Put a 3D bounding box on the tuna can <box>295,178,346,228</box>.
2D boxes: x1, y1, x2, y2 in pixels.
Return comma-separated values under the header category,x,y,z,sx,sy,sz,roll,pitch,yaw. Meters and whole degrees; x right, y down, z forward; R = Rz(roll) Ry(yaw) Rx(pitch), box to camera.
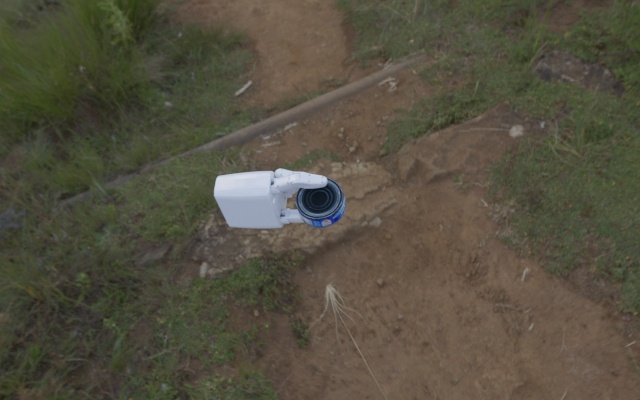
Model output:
category,x,y,z,sx,sy,sz,roll,pitch,yaw
tuna can,0.000,0.002,0.831,0.086,0.086,0.034,0,-29,10
